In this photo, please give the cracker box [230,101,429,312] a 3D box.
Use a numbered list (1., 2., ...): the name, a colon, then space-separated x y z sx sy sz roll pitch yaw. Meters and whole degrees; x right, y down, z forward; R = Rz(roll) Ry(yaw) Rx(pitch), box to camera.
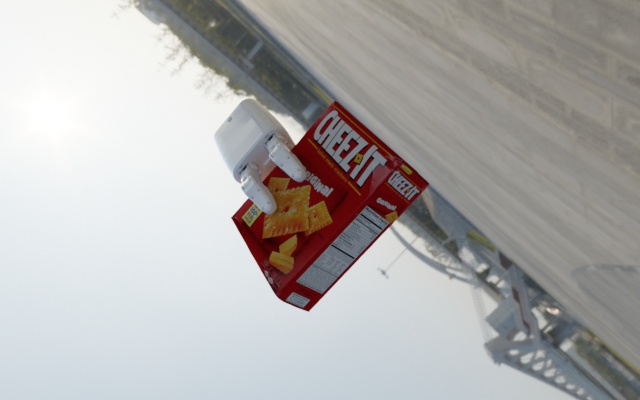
1. cracker box: 0.000 0.002 0.596 0.072 0.214 0.164 33 12 -44
